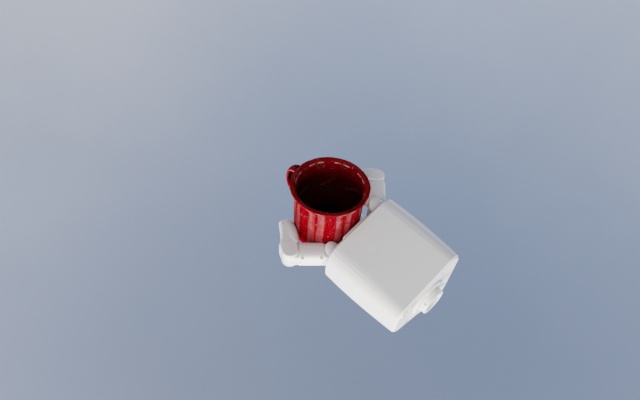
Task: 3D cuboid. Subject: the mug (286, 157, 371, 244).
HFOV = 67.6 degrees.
[{"bbox_3d":[-0.001,0.001,0.581,0.117,0.082,0.093,37,56,25],"label":"mug"}]
